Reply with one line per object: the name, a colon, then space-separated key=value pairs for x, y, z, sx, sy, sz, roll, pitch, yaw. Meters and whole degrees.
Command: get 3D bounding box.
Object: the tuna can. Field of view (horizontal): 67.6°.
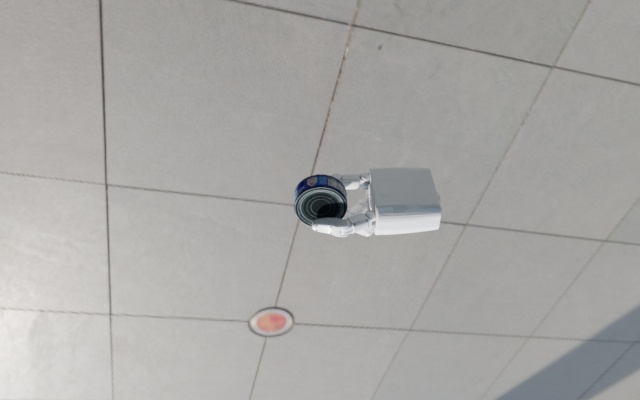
tuna can: x=0.000 y=0.003 z=0.758 sx=0.086 sy=0.086 sz=0.033 roll=0 pitch=38 yaw=-2
